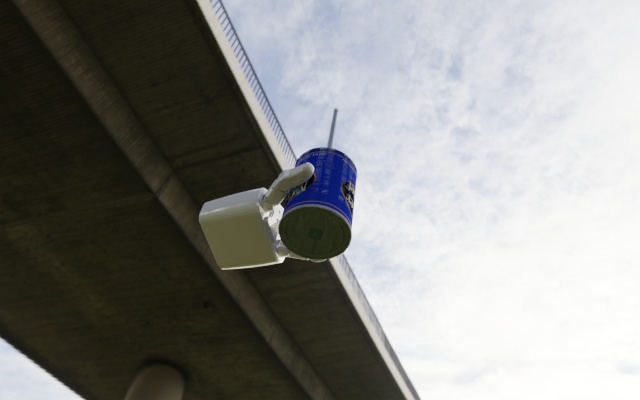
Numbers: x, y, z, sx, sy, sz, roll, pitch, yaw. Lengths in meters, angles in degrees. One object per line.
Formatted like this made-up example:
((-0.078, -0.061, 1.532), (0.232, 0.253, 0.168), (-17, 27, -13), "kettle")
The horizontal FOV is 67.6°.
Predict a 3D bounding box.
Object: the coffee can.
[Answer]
((0.000, 0.002, 0.710), (0.103, 0.103, 0.140), (0, 41, 9), "coffee can")
